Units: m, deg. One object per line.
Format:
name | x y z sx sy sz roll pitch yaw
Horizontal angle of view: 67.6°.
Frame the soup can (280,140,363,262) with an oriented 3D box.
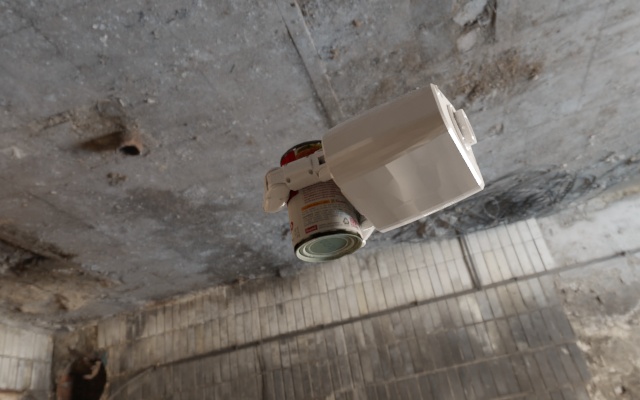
soup can | 0.000 0.002 0.470 0.068 0.102 0.068 -8 -28 -4
